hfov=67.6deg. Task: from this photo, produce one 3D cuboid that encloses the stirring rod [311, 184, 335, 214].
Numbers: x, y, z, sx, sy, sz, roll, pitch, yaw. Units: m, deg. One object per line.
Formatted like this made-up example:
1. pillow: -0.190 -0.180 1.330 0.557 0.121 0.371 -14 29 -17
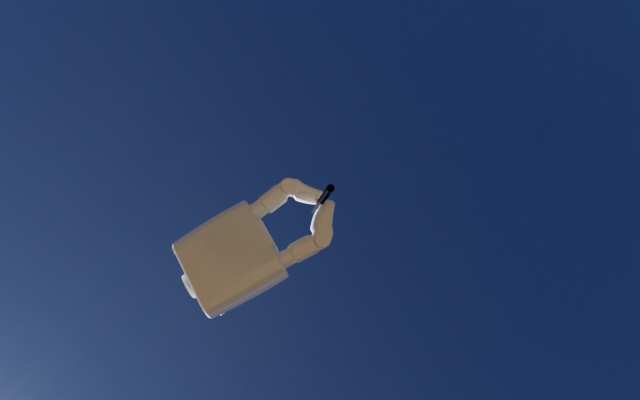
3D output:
1. stirring rod: 0.000 0.002 0.587 0.011 0.011 0.239 0 -7 -5
